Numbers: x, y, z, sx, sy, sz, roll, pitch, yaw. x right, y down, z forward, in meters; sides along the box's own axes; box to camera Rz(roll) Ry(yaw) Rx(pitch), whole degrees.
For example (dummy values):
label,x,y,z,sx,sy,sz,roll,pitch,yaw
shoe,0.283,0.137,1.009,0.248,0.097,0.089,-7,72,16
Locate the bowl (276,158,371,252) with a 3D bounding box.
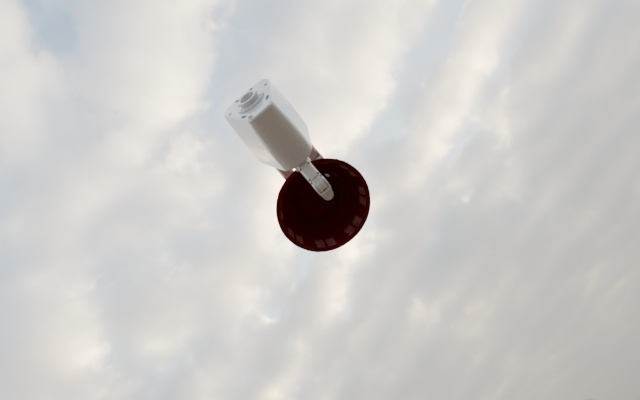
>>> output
label,x,y,z,sx,sy,sz,roll,pitch,yaw
bowl,0.001,0.004,0.807,0.162,0.162,0.055,0,17,-16
